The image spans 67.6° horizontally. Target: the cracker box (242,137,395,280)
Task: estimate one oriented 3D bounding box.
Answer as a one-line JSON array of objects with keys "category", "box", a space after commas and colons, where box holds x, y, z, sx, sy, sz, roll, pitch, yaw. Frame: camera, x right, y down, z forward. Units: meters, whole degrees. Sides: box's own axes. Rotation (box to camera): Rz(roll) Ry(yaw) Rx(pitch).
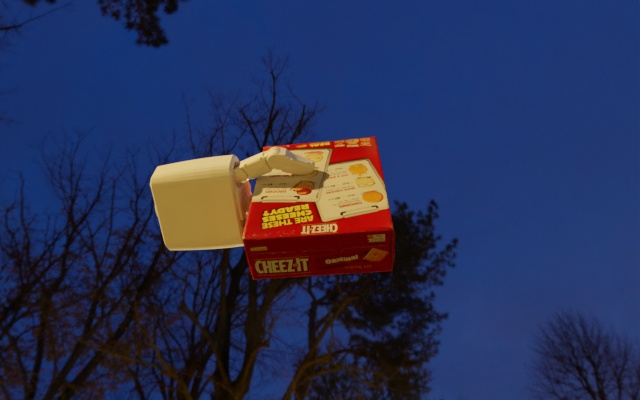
[{"category": "cracker box", "box": [0.000, 0.002, 0.607, 0.164, 0.072, 0.213, -4, 35, 3]}]
